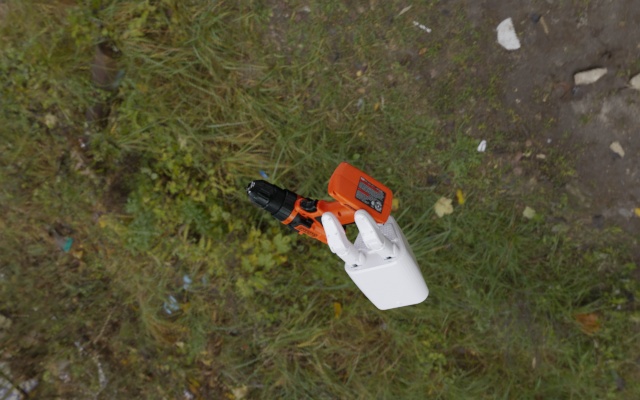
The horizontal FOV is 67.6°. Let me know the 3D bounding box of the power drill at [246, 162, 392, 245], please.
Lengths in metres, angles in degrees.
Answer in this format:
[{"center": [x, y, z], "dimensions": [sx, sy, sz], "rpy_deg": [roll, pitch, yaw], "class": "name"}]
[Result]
[{"center": [0.001, 0.002, 0.717], "dimensions": [0.184, 0.057, 0.188], "rpy_deg": [28, -26, -25], "class": "power drill"}]
